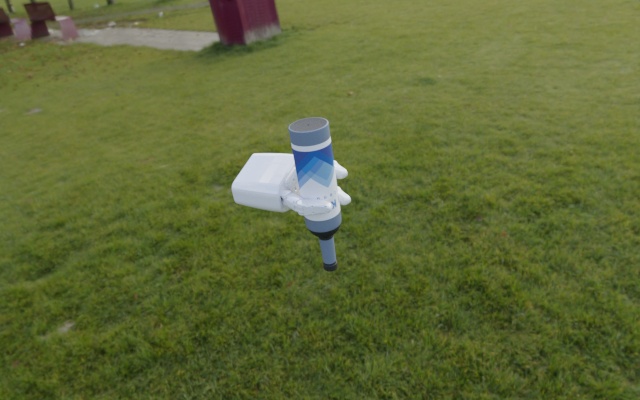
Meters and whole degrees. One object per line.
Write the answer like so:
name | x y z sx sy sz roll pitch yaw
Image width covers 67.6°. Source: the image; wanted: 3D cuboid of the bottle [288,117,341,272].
bottle | 0.000 0.003 0.852 0.069 0.296 0.069 -7 29 4
